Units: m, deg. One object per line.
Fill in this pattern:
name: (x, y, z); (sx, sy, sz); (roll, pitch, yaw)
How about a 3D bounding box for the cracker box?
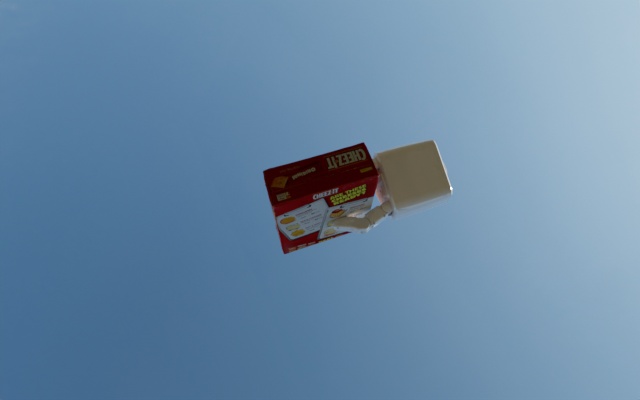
cracker box: (0.000, 0.003, 0.791); (0.164, 0.072, 0.214); (-17, -24, -7)
